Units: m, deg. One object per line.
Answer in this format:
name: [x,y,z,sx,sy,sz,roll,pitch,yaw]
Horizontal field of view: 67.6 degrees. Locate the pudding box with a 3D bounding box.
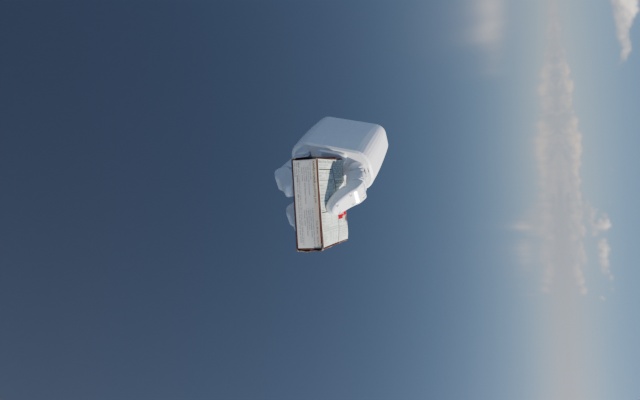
pudding box: [0.000,0.002,0.596,0.039,0.113,0.090,-4,2,23]
